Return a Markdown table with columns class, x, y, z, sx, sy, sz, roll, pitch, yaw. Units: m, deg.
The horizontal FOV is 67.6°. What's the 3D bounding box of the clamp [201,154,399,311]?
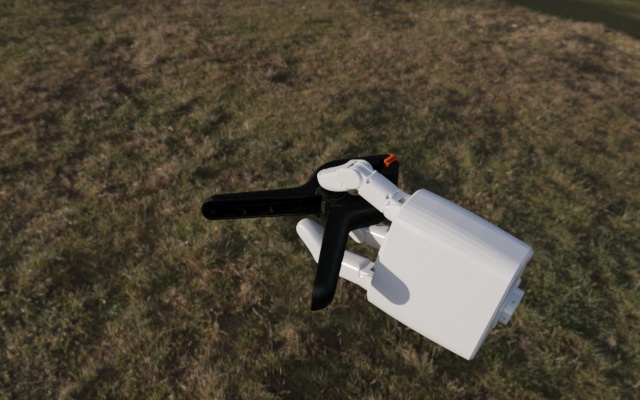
| class | x | y | z | sx | sy | sz | roll | pitch | yaw |
| --- | --- | --- | --- | --- | --- | --- | --- | --- | --- |
| clamp | 0.001 | 0.001 | 0.477 | 0.164 | 0.036 | 0.210 | 30 | 47 | 26 |
